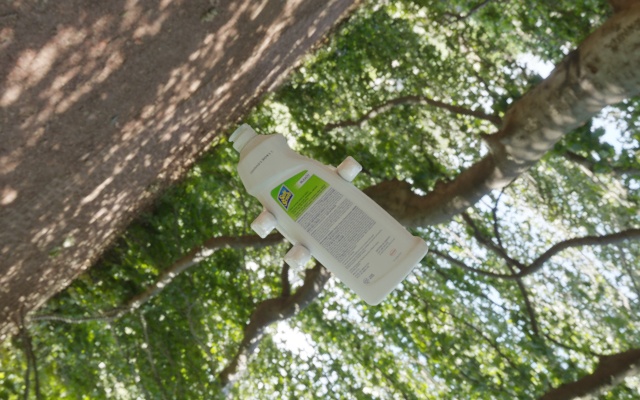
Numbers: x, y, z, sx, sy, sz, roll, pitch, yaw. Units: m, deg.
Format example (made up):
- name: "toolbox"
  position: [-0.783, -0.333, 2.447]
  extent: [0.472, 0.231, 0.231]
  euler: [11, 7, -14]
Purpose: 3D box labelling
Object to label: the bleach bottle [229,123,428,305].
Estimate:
- name: "bleach bottle"
  position: [0.000, 0.002, 0.555]
  extent: [0.251, 0.102, 0.068]
  euler: [44, -5, -2]
